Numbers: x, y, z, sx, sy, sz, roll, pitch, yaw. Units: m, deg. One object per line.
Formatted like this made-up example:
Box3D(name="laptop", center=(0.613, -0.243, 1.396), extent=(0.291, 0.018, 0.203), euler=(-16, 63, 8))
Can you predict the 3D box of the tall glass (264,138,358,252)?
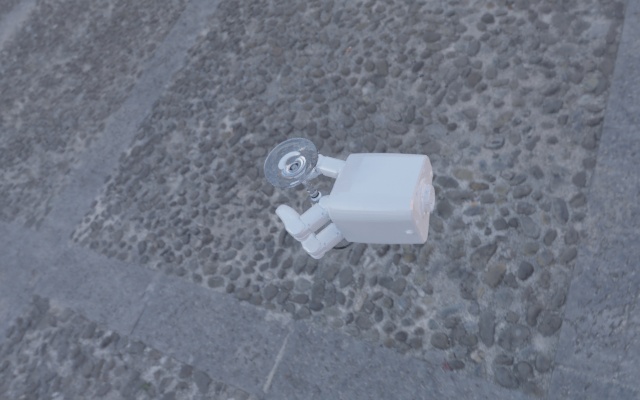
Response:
Box3D(name="tall glass", center=(0.000, 0.002, 0.665), extent=(0.079, 0.079, 0.201), euler=(0, -30, 25))
